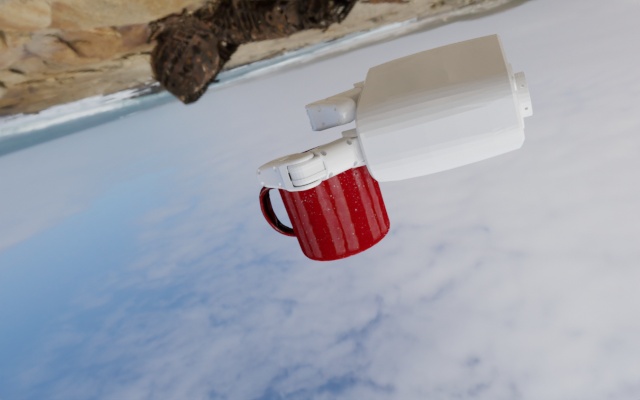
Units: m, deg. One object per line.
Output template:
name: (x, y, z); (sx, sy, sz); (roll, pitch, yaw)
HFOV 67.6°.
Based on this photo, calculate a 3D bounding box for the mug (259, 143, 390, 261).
mug: (-0.001, 0.002, 0.414); (0.117, 0.081, 0.093); (-13, 16, 24)
